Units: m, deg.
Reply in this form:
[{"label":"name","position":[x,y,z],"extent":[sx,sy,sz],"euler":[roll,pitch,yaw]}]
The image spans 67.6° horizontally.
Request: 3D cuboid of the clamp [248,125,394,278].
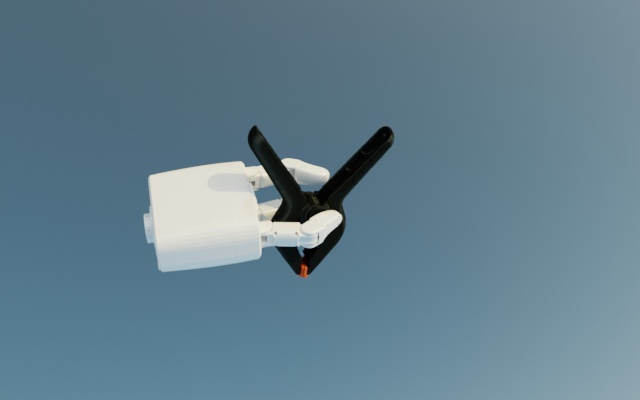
[{"label":"clamp","position":[0.000,0.003,0.557],"extent":[0.164,0.210,0.036],"euler":[-8,37,-16]}]
